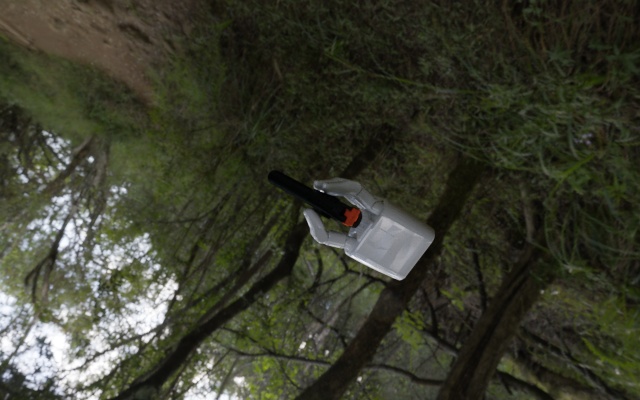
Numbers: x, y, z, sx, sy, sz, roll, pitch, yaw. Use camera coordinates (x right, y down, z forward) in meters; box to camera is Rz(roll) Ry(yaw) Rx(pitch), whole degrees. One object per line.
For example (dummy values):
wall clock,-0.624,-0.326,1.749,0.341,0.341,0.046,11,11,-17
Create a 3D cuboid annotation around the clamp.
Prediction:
clamp,0.000,0.003,0.764,0.164,0.036,0.210,29,-2,-16
